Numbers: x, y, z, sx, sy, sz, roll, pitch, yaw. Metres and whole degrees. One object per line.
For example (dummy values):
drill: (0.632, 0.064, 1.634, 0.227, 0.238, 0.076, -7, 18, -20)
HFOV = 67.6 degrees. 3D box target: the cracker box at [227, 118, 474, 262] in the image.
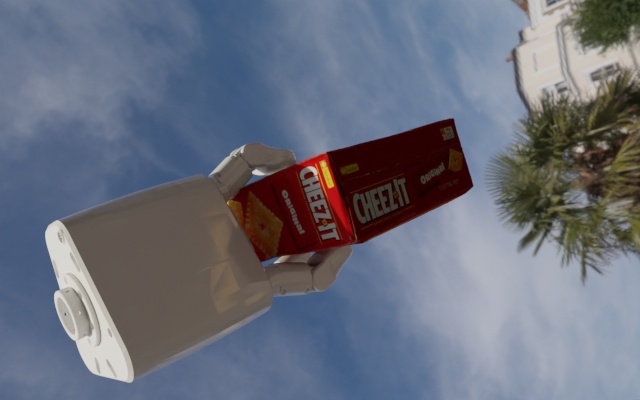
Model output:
cracker box: (0.000, 0.001, 0.430, 0.164, 0.072, 0.214, -21, 3, -43)
